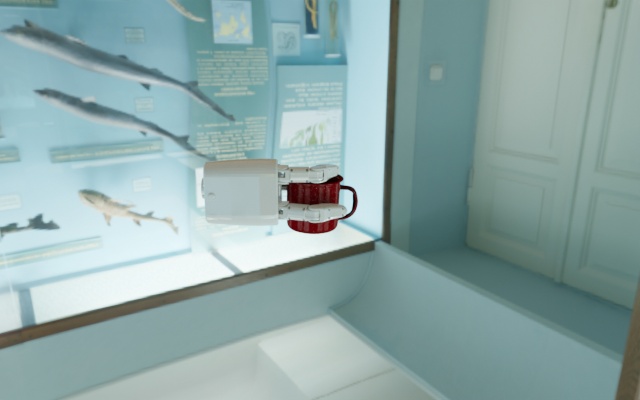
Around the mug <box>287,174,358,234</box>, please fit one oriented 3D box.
[{"bbox_3d":[0.002,0.003,0.747,0.117,0.081,0.093,1,17,-2],"label":"mug"}]
